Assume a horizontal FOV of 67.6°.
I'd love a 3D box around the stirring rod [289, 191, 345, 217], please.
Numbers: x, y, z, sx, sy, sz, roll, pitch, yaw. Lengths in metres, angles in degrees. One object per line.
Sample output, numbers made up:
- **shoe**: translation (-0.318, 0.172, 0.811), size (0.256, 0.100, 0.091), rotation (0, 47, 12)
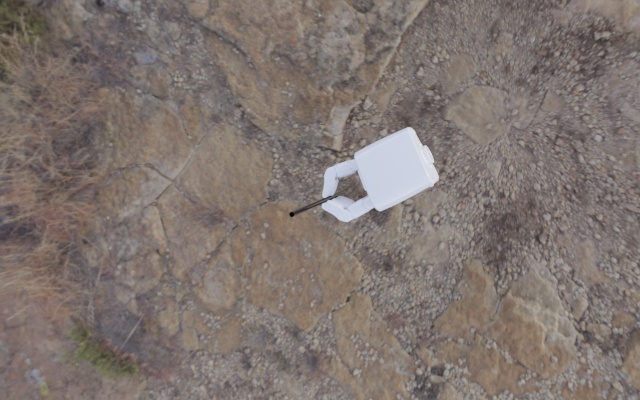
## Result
- **stirring rod**: translation (0.000, 0.003, 0.817), size (0.011, 0.011, 0.239), rotation (0, 9, 21)
